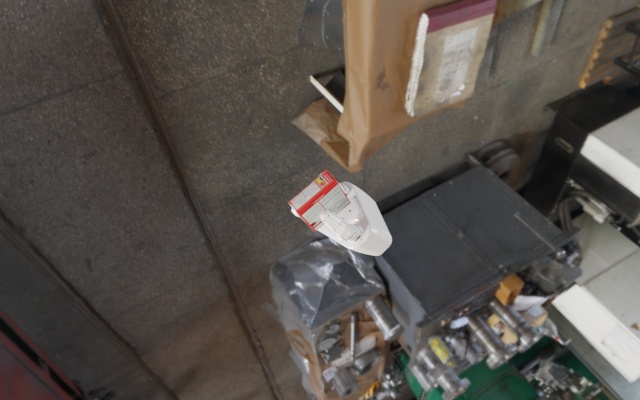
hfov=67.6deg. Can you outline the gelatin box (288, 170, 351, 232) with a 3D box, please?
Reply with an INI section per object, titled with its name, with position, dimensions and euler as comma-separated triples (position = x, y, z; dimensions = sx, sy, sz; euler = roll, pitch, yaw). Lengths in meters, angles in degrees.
[gelatin box]
position = 0.000, 0.003, 0.712
dimensions = 0.073, 0.030, 0.089
euler = -40, -26, -1
